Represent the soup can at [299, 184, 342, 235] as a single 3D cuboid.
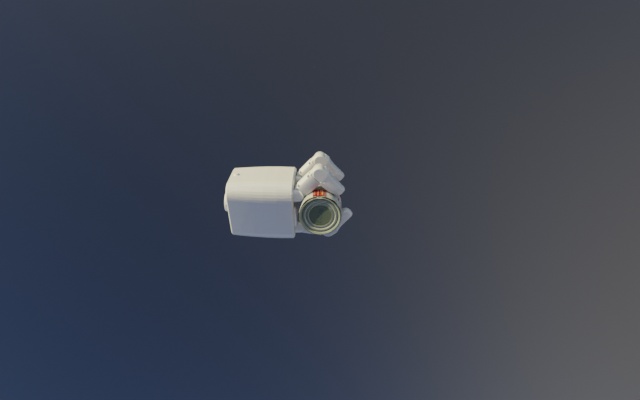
[{"bbox_3d":[0.001,0.003,0.778,0.068,0.068,0.102,0,26,1],"label":"soup can"}]
